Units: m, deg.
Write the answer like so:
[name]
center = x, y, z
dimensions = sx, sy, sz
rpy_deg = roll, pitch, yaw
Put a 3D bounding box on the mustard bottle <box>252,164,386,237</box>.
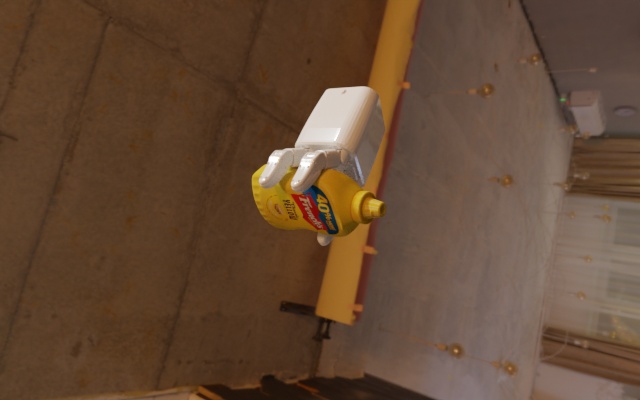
[mustard bottle]
center = 0.000, 0.002, 0.629
dimensions = 0.191, 0.096, 0.058
rpy_deg = 6, 37, 38
